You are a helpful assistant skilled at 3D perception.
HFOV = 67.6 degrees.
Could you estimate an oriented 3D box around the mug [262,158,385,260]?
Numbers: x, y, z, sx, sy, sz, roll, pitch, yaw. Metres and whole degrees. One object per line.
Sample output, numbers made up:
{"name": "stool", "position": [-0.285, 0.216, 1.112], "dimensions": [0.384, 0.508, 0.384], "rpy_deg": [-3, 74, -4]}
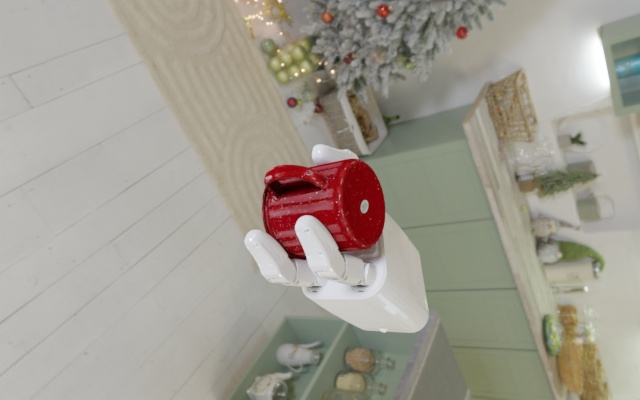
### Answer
{"name": "mug", "position": [-0.001, 0.001, 0.432], "dimensions": [0.081, 0.093, 0.117], "rpy_deg": [-9, -36, 36]}
